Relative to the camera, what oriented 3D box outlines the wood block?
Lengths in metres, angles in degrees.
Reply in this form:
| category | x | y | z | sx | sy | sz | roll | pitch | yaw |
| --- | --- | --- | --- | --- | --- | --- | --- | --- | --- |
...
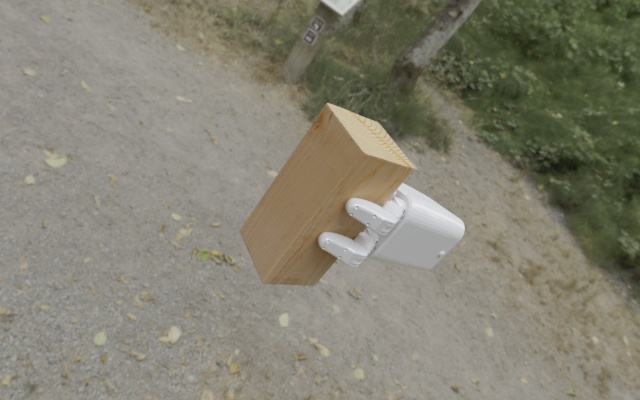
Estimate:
| category | x | y | z | sx | sy | sz | roll | pitch | yaw |
| --- | --- | --- | --- | --- | --- | --- | --- | --- | --- |
| wood block | 0.000 | 0.002 | 0.571 | 0.090 | 0.206 | 0.090 | 11 | 37 | -42 |
